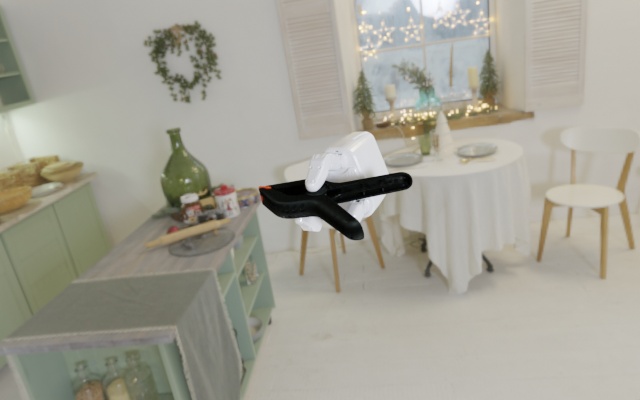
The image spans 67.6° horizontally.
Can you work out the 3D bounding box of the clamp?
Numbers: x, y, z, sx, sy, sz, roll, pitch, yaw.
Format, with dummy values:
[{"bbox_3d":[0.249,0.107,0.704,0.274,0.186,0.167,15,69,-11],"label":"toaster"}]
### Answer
[{"bbox_3d":[0.000,0.001,0.630,0.210,0.036,0.164,1,24,26],"label":"clamp"}]
